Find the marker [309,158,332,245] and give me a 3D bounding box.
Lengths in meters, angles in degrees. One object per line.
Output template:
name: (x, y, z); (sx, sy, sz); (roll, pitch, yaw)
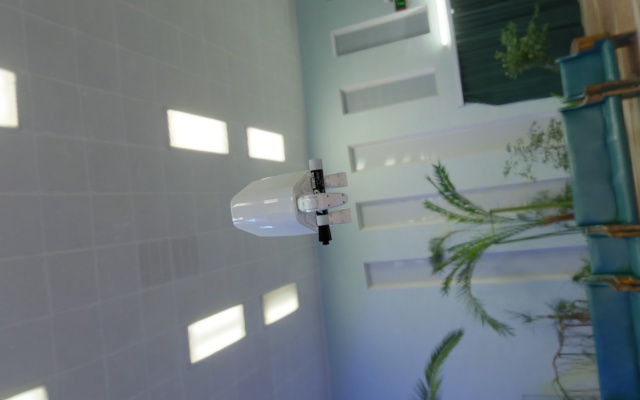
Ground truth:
marker: (0.000, 0.002, 0.670); (0.020, 0.121, 0.020); (-7, 0, 0)
